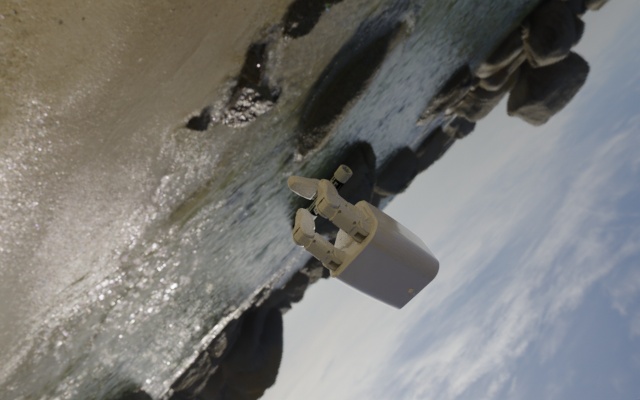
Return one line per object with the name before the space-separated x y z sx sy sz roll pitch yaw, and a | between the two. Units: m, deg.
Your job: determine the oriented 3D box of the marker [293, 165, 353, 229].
marker | 0.000 0.002 0.631 0.020 0.020 0.121 0 -43 -49
